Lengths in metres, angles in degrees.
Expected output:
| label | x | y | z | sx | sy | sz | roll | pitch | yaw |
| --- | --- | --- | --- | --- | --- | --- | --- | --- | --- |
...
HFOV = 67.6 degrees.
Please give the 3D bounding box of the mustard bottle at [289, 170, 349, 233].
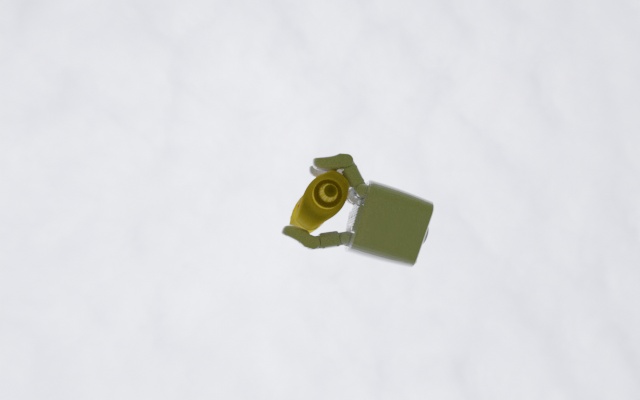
| label | x | y | z | sx | sy | sz | roll | pitch | yaw |
| --- | --- | --- | --- | --- | --- | --- | --- | --- | --- |
| mustard bottle | 0.000 | 0.002 | 0.717 | 0.058 | 0.096 | 0.191 | 41 | -12 | -1 |
